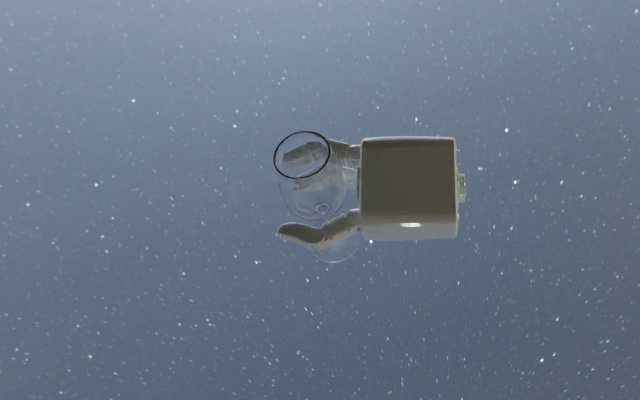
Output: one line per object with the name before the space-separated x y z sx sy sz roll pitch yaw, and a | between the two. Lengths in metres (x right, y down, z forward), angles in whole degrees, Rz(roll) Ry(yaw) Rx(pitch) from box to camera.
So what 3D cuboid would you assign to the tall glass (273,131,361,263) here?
tall glass | 0.000 0.002 0.579 0.079 0.079 0.201 0 -30 14
